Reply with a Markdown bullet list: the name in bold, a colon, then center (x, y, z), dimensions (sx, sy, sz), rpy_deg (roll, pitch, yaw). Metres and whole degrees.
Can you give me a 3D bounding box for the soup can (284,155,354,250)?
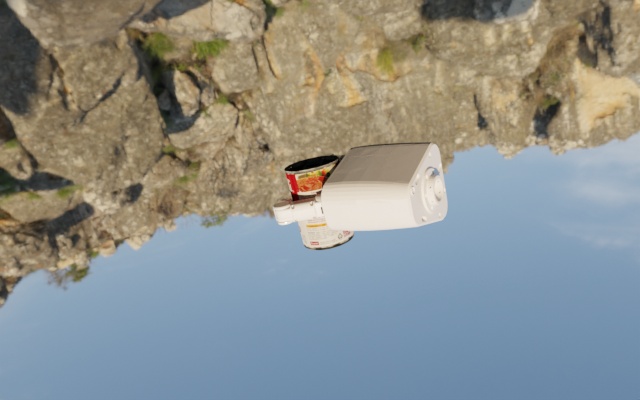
- **soup can**: center (0.000, 0.002, 0.592), dimensions (0.068, 0.102, 0.068), rpy_deg (-12, 16, 4)
